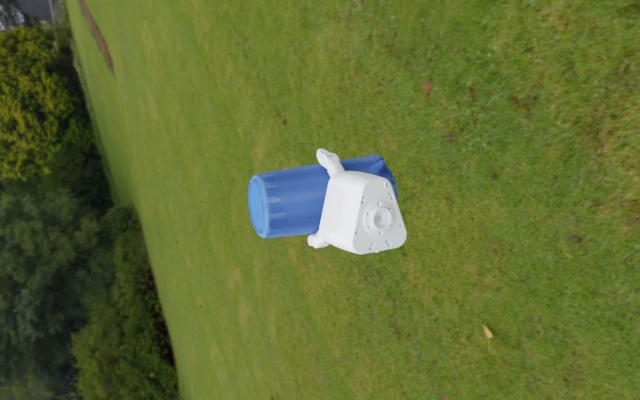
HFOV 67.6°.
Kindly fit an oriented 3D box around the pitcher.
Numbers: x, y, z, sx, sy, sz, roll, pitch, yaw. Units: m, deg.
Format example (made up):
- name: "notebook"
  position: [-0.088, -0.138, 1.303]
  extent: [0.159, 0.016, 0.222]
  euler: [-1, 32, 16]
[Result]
- name: "pitcher"
  position: [0.000, 0.003, 0.847]
  extent: [0.243, 0.149, 0.145]
  euler: [-8, 11, -22]
